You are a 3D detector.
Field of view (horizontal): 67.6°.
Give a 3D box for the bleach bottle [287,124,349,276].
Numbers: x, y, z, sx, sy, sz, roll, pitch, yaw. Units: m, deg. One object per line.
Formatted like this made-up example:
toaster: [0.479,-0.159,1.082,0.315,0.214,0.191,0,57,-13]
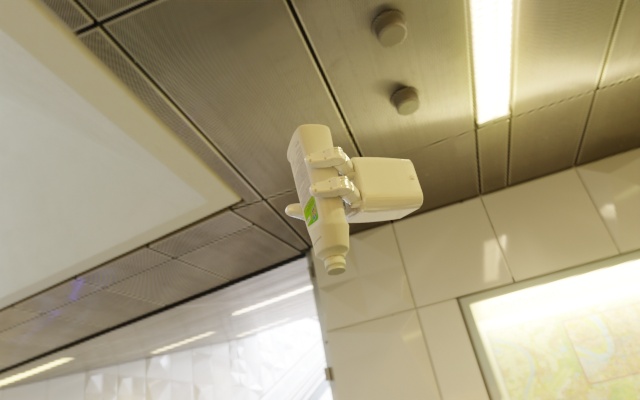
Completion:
bleach bottle: [0.000,0.002,0.768,0.068,0.250,0.103,-1,-31,-17]
